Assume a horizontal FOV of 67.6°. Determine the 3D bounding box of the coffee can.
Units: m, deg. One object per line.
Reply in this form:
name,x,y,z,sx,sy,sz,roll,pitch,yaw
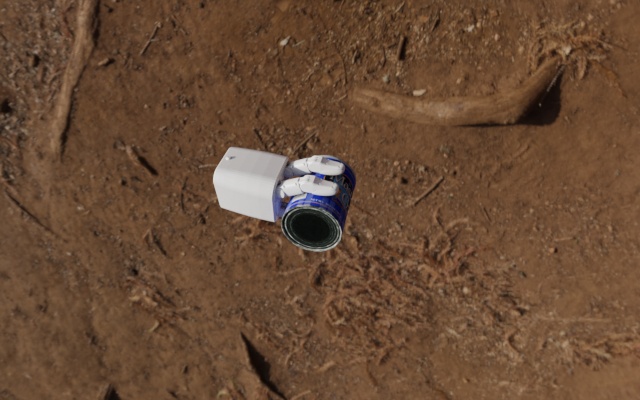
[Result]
coffee can,0.000,0.003,0.826,0.103,0.103,0.140,0,40,16
